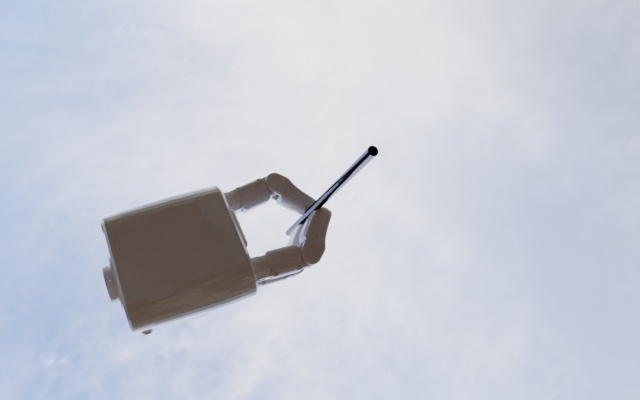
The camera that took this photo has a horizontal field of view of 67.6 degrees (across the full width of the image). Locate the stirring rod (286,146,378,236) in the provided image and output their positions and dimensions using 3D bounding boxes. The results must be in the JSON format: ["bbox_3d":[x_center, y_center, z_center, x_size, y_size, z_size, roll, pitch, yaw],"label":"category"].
[{"bbox_3d":[0.000,0.001,0.438,0.011,0.011,0.239,0,-17,-18],"label":"stirring rod"}]
